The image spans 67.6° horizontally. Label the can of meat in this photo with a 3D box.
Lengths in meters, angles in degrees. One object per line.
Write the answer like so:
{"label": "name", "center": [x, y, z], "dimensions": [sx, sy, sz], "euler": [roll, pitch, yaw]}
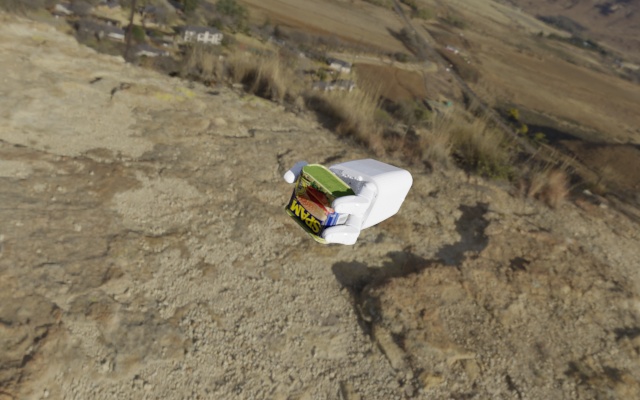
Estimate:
{"label": "can of meat", "center": [0.000, 0.002, 0.754], "dimensions": [0.057, 0.084, 0.102], "euler": [-14, 46, -45]}
